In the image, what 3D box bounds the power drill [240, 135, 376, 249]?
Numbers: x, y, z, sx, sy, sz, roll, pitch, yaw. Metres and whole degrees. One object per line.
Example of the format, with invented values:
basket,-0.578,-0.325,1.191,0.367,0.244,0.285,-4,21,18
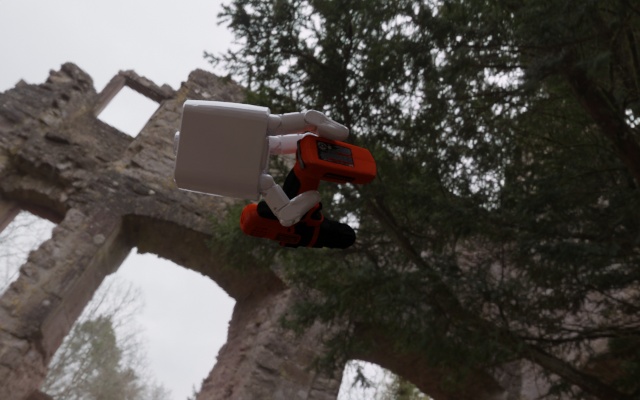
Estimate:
power drill,0.000,0.002,0.668,0.184,0.057,0.188,10,-44,-25
